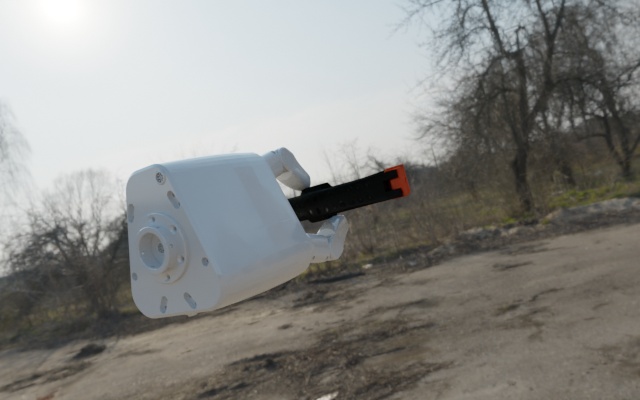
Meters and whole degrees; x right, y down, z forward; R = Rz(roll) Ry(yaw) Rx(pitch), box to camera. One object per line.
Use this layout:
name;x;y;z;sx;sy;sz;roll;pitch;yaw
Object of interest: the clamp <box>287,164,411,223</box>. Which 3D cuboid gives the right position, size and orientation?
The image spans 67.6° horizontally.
clamp;0.000;0.001;0.497;0.210;0.036;0.164;-16;1;31
